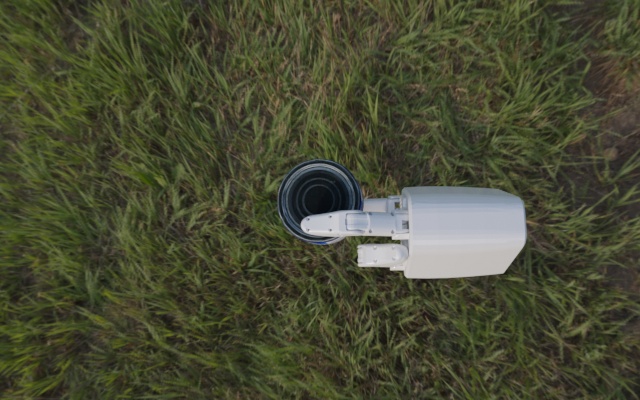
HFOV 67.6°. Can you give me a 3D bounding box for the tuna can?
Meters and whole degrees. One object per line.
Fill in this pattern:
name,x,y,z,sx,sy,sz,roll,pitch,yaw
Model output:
tuna can,0.000,0.002,0.484,0.086,0.086,0.034,0,-7,9
